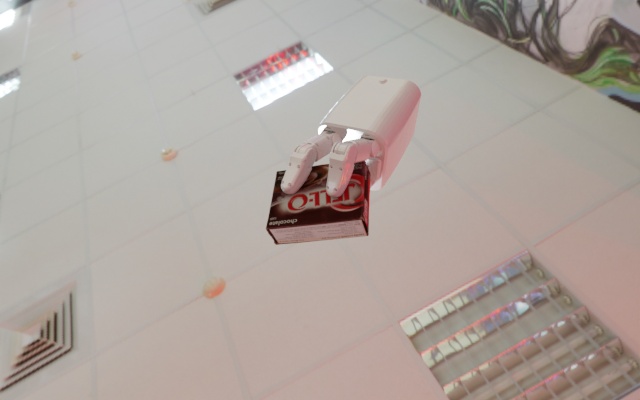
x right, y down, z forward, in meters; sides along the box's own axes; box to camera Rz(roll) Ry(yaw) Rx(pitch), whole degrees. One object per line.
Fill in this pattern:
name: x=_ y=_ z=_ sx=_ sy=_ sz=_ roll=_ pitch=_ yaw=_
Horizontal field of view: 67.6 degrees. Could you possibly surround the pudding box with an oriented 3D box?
pudding box: x=0.000 y=0.002 z=0.551 sx=0.113 sy=0.090 sz=0.039 roll=-9 pitch=-44 yaw=16
